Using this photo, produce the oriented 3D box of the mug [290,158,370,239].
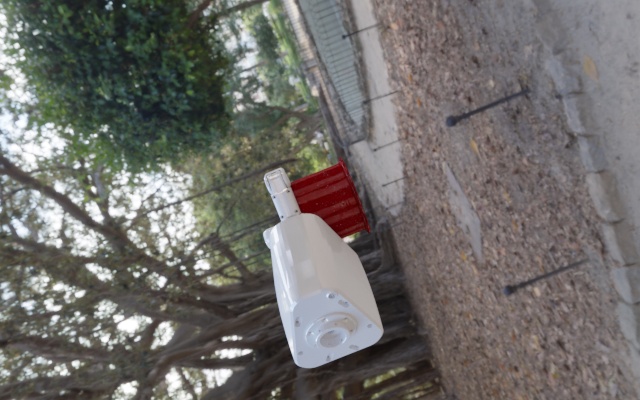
[{"bbox_3d":[0.000,0.001,0.560,0.081,0.093,0.117,-22,37,1],"label":"mug"}]
